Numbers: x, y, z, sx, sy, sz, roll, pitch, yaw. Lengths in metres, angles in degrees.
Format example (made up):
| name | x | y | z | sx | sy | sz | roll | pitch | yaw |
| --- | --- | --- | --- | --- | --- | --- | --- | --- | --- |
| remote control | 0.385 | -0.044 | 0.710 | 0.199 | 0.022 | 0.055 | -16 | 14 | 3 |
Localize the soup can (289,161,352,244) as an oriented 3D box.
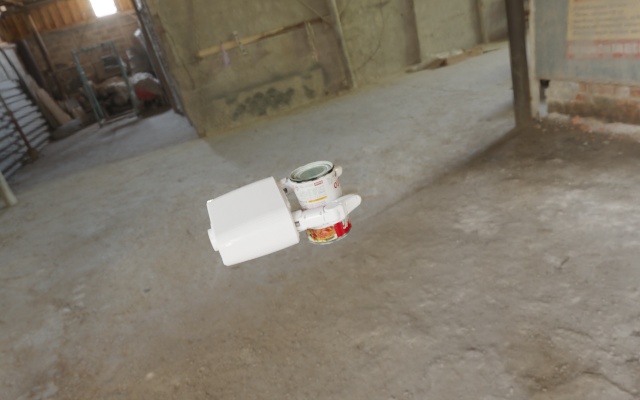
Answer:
| name | x | y | z | sx | sy | sz | roll | pitch | yaw |
| --- | --- | --- | --- | --- | --- | --- | --- | --- | --- |
| soup can | 0.001 | 0.002 | 0.687 | 0.068 | 0.102 | 0.068 | -14 | 23 | 6 |
